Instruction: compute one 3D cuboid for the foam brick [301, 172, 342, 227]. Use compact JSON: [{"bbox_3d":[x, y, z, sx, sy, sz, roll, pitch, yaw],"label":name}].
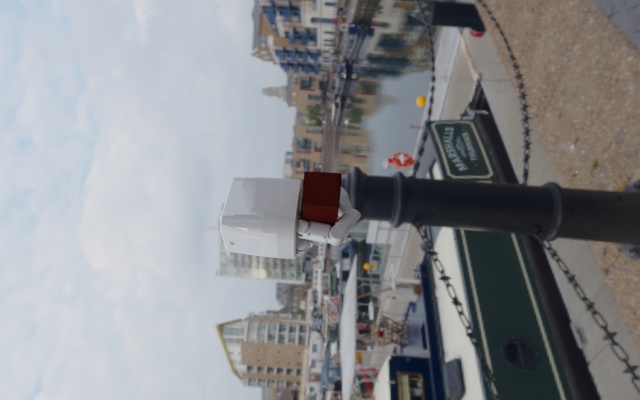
[{"bbox_3d":[0.000,0.002,0.666,0.051,0.053,0.078,5,-30,0],"label":"foam brick"}]
